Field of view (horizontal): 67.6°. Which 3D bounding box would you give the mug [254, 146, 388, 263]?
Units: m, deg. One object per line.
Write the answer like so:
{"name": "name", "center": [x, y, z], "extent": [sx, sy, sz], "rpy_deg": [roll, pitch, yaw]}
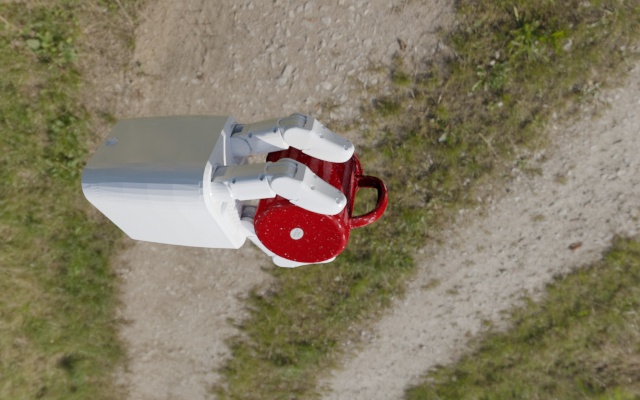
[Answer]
{"name": "mug", "center": [0.001, 0.002, 0.420], "extent": [0.117, 0.081, 0.093], "rpy_deg": [1, -44, 11]}
